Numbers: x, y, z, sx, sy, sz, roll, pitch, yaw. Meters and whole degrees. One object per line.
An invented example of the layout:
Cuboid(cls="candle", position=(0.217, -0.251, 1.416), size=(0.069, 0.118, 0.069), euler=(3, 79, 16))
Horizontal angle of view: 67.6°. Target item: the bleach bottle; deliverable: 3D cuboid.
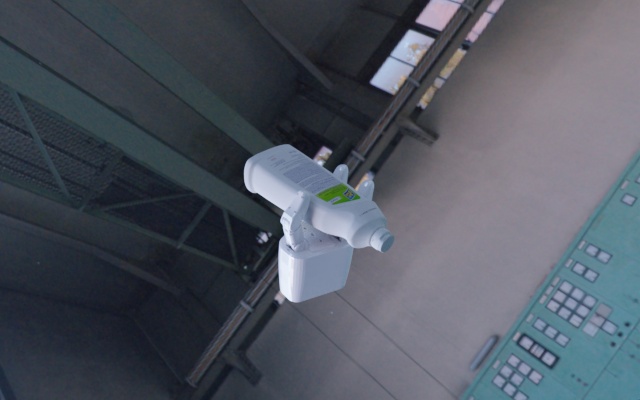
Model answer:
Cuboid(cls="bleach bottle", position=(0.000, 0.002, 0.712), size=(0.102, 0.068, 0.250), euler=(-28, 48, -34))
